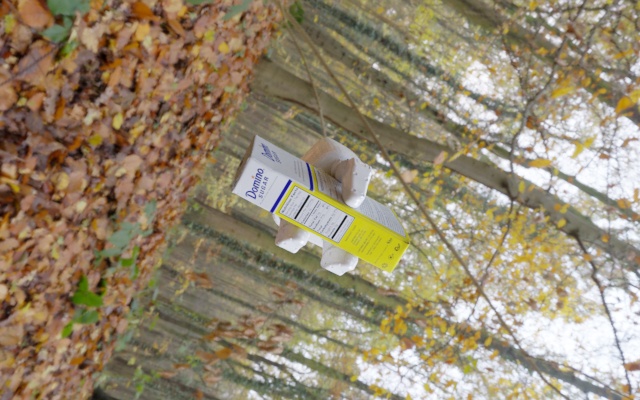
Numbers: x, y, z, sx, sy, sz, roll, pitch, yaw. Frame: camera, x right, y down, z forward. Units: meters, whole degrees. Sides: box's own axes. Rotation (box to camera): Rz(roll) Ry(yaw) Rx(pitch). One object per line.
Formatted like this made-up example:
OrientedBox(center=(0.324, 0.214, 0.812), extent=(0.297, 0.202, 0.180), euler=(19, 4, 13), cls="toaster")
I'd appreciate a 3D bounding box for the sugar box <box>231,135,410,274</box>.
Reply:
OrientedBox(center=(0.000, 0.002, 0.483), extent=(0.176, 0.048, 0.093), euler=(26, 16, -12), cls="sugar box")
